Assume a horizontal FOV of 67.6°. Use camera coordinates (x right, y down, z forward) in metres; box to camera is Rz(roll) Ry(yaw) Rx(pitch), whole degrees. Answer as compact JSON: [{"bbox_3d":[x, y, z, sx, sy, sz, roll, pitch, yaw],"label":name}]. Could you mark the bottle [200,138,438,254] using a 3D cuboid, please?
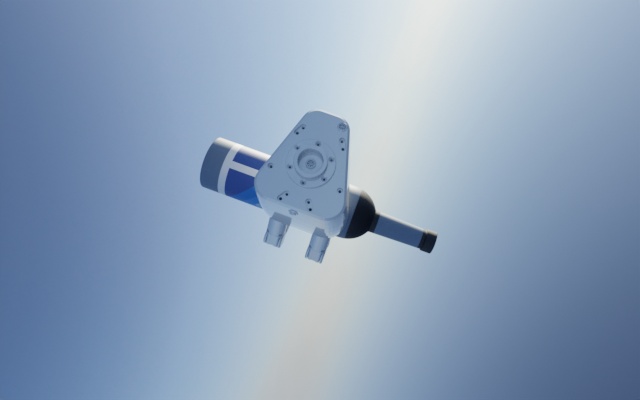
[{"bbox_3d":[0.000,0.002,0.593,0.295,0.069,0.069,20,2,4],"label":"bottle"}]
